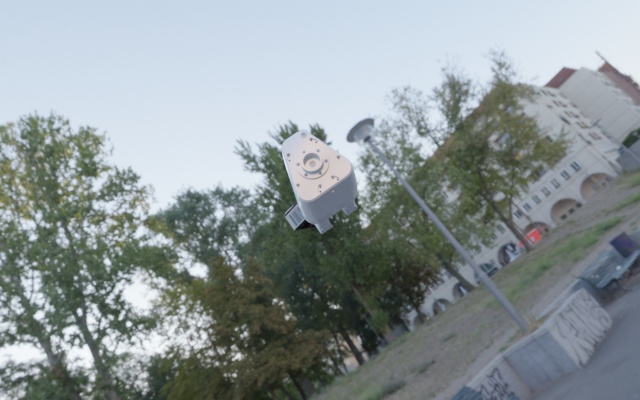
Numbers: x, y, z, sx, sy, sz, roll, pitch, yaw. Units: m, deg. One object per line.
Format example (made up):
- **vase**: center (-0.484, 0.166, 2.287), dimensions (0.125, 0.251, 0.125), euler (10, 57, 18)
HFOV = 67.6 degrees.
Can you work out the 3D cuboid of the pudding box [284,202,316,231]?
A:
- **pudding box**: center (0.000, 0.003, 0.858), dimensions (0.113, 0.039, 0.090), euler (-43, -17, 21)
